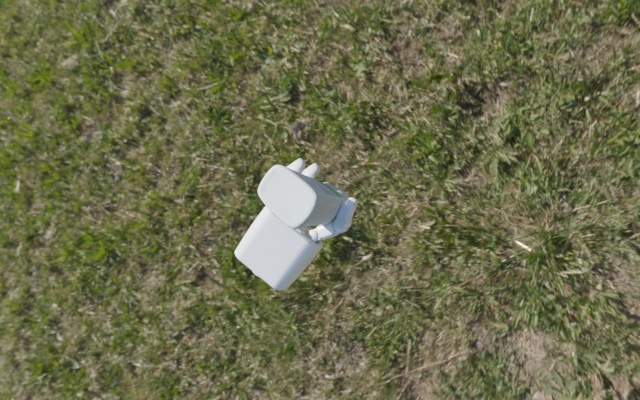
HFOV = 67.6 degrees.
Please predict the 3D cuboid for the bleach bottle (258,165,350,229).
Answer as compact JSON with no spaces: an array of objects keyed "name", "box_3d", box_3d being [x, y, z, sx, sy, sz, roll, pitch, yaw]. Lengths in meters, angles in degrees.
[{"name":"bleach bottle","box_3d":[0.000,0.003,0.802,0.102,0.068,0.251,41,12,22]}]
